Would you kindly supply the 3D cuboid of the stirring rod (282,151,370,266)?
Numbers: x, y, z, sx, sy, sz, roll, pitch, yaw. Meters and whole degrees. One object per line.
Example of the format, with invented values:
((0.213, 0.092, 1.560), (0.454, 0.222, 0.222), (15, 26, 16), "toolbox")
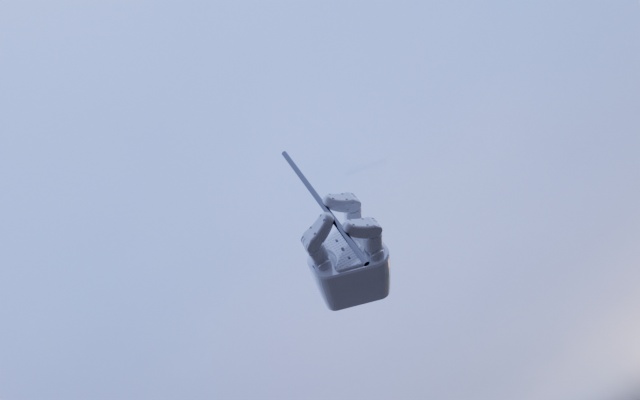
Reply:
((0.000, 0.002, 0.649), (0.011, 0.011, 0.239), (0, 38, -36), "stirring rod")
